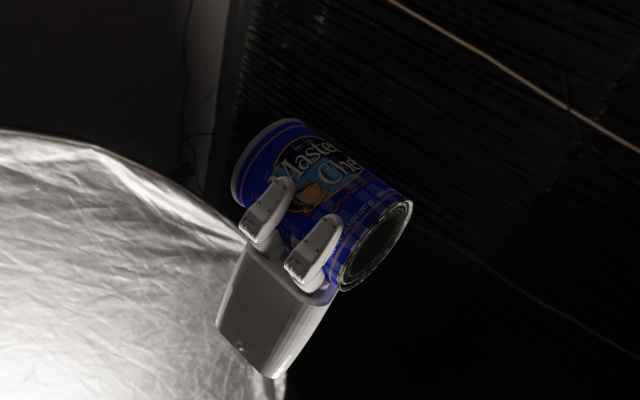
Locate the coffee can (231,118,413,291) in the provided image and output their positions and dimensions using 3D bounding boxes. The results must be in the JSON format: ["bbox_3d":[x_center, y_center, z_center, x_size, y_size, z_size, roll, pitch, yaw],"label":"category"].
[{"bbox_3d":[0.000,0.001,0.452,0.140,0.103,0.103,38,17,23],"label":"coffee can"}]
